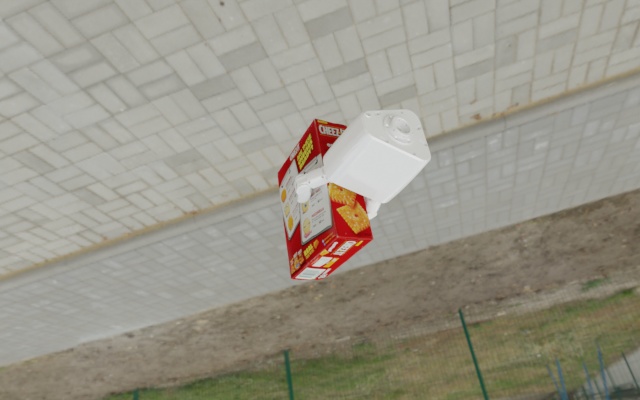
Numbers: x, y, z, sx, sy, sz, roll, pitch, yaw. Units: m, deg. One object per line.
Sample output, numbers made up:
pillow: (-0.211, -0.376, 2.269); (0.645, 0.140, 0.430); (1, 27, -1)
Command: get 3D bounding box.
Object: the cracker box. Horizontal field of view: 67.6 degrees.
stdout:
cracker box: (0.000, 0.003, 0.785); (0.072, 0.213, 0.164); (7, -33, -27)
